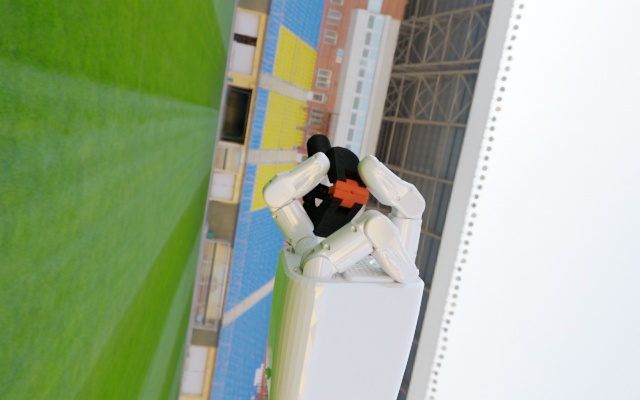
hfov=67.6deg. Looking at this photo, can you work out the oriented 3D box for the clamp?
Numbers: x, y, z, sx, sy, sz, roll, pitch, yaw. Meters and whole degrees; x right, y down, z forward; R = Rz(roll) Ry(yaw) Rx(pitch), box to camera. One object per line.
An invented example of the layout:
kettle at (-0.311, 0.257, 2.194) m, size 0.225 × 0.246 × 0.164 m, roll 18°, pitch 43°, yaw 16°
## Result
clamp at (0.001, 0.001, 0.437) m, size 0.039 × 0.120 × 0.171 m, roll 8°, pitch 8°, yaw -11°
